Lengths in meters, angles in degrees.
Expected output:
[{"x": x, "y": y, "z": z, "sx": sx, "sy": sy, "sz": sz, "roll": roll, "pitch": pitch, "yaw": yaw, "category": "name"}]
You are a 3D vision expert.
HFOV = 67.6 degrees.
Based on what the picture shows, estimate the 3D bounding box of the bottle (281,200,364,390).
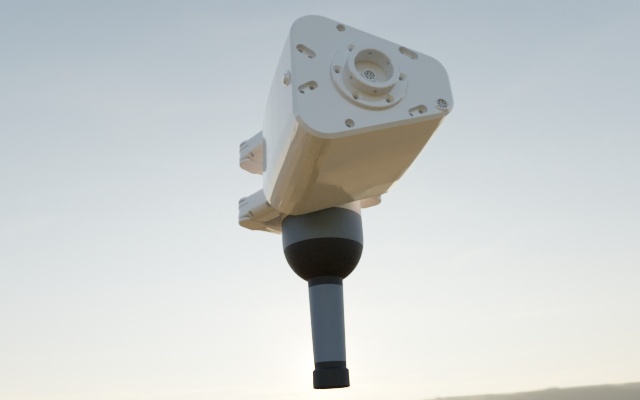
[{"x": 0.000, "y": 0.001, "z": 0.404, "sx": 0.069, "sy": 0.295, "sz": 0.069, "roll": -3, "pitch": -24, "yaw": -1, "category": "bottle"}]
